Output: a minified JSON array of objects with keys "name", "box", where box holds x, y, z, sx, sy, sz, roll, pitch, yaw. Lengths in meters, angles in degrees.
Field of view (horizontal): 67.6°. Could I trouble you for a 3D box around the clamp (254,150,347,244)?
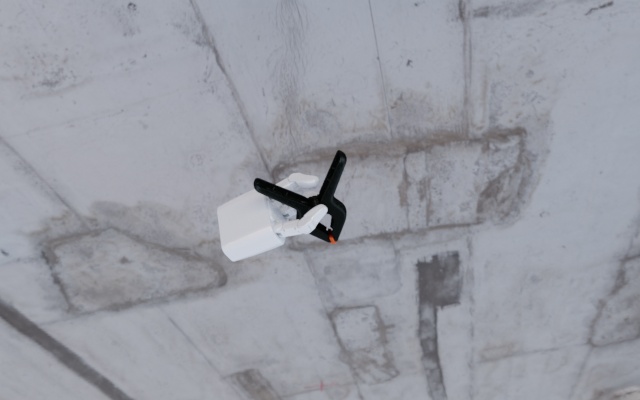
[{"name":"clamp","box":[0.000,0.004,0.859,0.164,0.036,0.210,-22,-47,14]}]
